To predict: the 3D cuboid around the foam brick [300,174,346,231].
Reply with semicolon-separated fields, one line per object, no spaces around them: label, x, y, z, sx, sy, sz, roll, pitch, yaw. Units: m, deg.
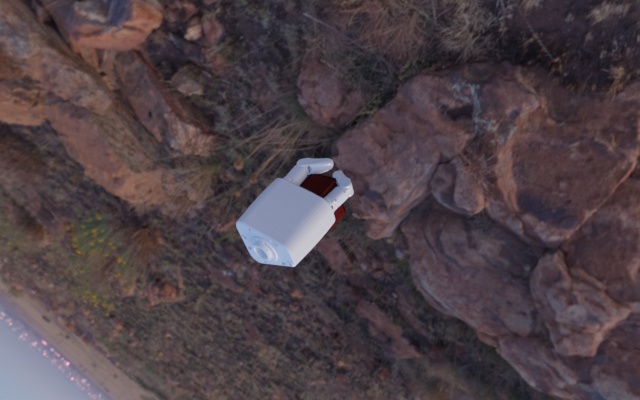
foam brick;0.000;0.003;0.794;0.053;0.078;0.051;14;48;35
